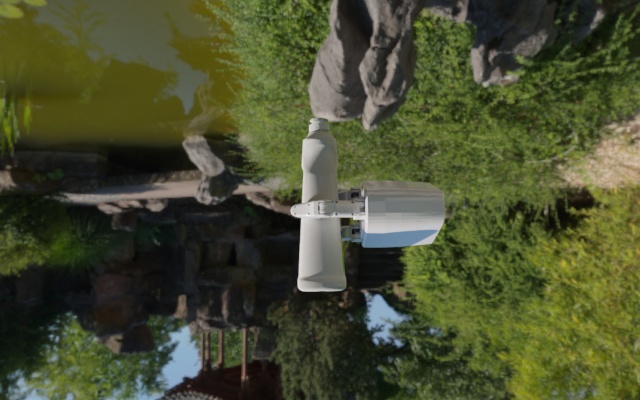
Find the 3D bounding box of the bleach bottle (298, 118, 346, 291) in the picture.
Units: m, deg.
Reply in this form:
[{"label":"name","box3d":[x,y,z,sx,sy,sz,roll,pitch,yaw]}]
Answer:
[{"label":"bleach bottle","box3d":[0.000,0.002,0.696,0.068,0.251,0.102,-1,-7,-1]}]
